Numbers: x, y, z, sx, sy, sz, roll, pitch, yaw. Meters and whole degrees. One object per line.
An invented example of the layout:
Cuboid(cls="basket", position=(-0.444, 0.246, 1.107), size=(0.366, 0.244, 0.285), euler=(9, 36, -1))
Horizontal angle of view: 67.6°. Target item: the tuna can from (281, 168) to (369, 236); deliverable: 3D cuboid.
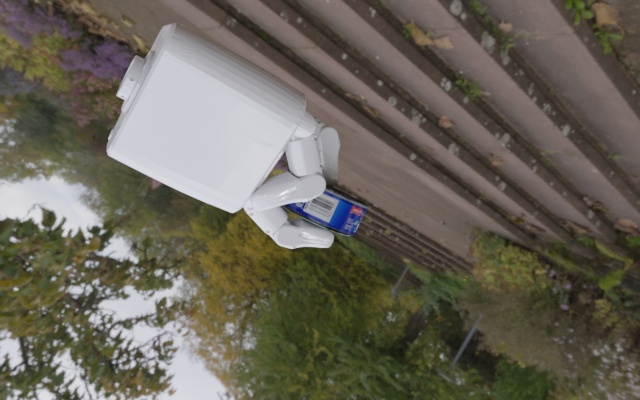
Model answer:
Cuboid(cls="tuna can", position=(0.000, 0.002, 0.455), size=(0.086, 0.034, 0.086), euler=(25, 4, -2))
